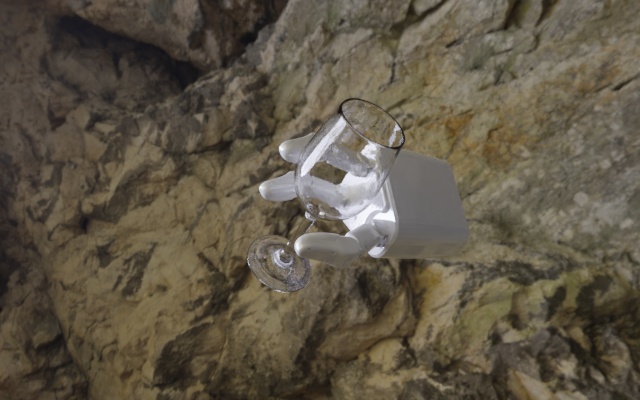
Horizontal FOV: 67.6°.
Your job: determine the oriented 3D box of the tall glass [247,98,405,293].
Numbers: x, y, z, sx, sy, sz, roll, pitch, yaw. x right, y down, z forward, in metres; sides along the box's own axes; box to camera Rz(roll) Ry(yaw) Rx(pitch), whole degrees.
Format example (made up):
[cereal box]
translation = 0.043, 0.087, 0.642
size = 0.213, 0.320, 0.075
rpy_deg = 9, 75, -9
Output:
[tall glass]
translation = 0.000, 0.002, 0.451
size = 0.079, 0.079, 0.201
rpy_deg = 0, -41, -35
